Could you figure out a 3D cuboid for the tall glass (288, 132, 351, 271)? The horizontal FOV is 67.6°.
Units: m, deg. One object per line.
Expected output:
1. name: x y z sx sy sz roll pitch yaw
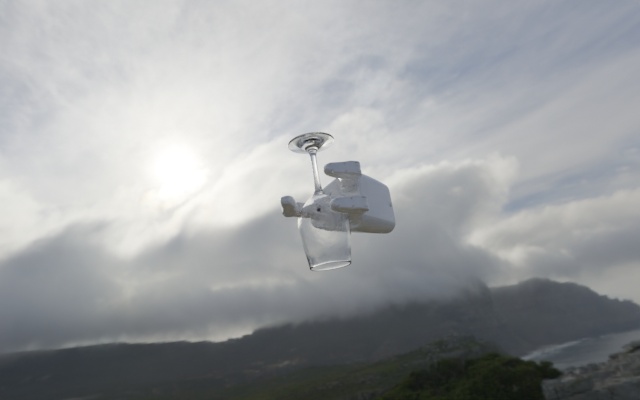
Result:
1. tall glass: 0.000 0.002 0.726 0.079 0.201 0.079 -8 -18 -3
